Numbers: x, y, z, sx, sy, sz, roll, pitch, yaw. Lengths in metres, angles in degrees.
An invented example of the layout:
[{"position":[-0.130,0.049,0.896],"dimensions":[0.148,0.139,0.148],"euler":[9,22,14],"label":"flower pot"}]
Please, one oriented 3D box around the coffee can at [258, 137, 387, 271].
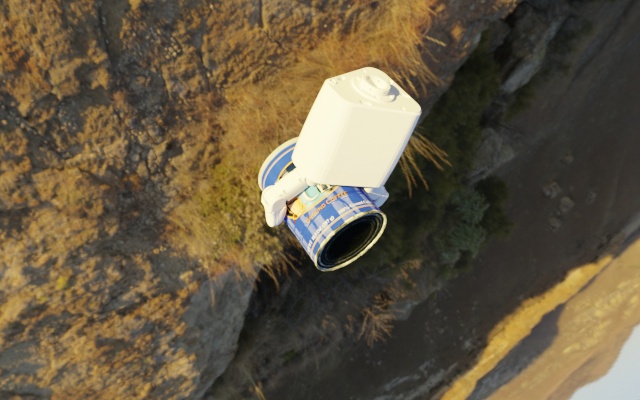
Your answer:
[{"position":[0.000,0.002,0.598],"dimensions":[0.103,0.103,0.140],"euler":[0,43,-48],"label":"coffee can"}]
